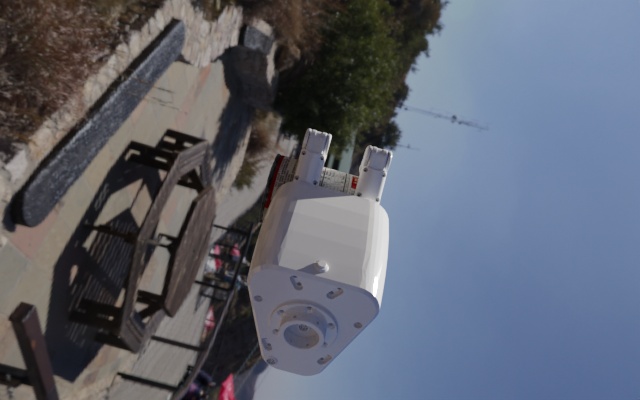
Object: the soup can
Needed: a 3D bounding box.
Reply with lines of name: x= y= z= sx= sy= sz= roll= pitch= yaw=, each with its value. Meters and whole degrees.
soup can: x=0.000 y=0.001 z=0.451 sx=0.102 sy=0.068 sz=0.068 roll=15 pitch=0 yaw=-1
